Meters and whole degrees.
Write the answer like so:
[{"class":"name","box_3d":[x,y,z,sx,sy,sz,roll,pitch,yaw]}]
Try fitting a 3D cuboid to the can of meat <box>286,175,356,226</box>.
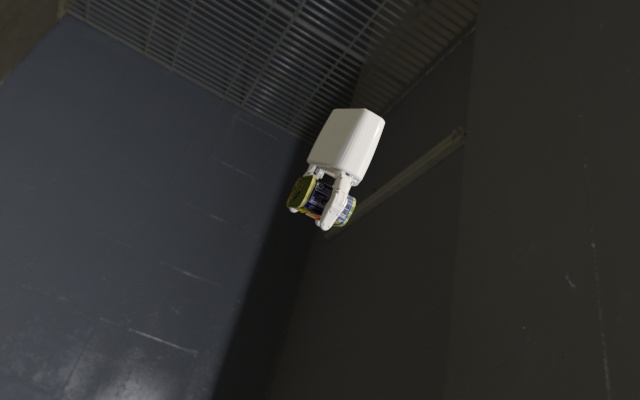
[{"class":"can of meat","box_3d":[0.000,0.003,0.794,0.084,0.057,0.102,26,-9,-17]}]
